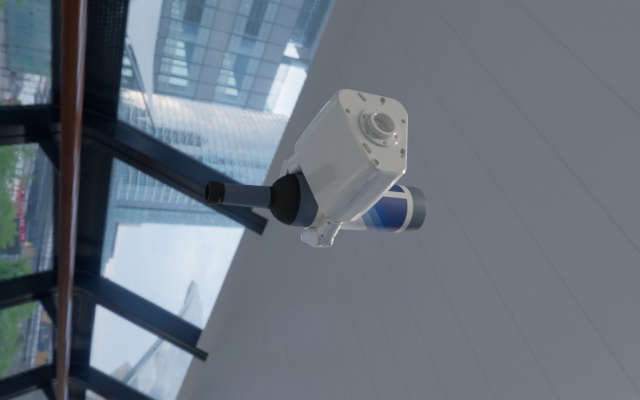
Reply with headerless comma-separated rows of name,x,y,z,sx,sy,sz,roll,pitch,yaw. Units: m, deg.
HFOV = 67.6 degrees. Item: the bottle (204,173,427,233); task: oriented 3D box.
bottle,0.000,0.002,0.617,0.296,0.069,0.069,5,-2,-27
